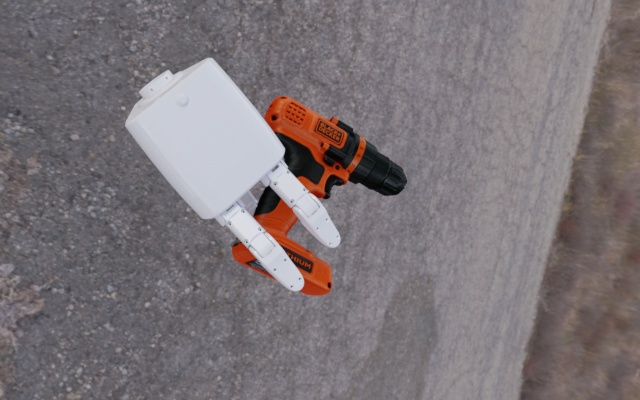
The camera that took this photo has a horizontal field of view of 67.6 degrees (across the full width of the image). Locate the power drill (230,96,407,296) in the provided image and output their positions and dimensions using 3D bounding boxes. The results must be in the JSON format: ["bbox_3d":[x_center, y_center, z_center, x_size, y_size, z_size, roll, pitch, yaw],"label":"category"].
[{"bbox_3d":[0.000,0.002,0.513,0.184,0.187,0.057,27,-26,-17],"label":"power drill"}]
